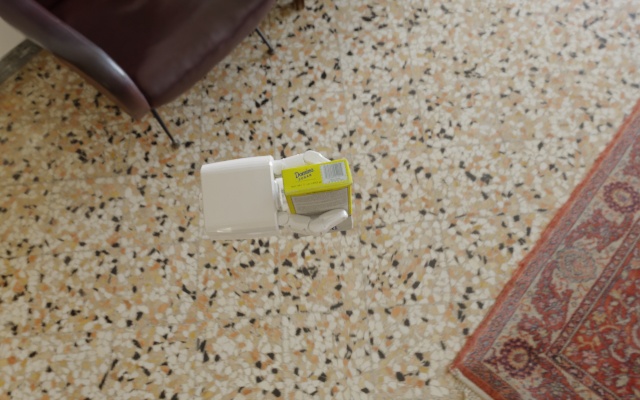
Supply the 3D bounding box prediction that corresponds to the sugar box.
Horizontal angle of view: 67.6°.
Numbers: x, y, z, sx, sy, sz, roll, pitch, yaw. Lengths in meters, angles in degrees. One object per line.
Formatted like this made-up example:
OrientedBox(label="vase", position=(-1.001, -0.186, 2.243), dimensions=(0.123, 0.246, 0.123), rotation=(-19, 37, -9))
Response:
OrientedBox(label="sugar box", position=(0.000, 0.002, 0.717), dimensions=(0.093, 0.048, 0.176), rotation=(-9, -21, 0))
